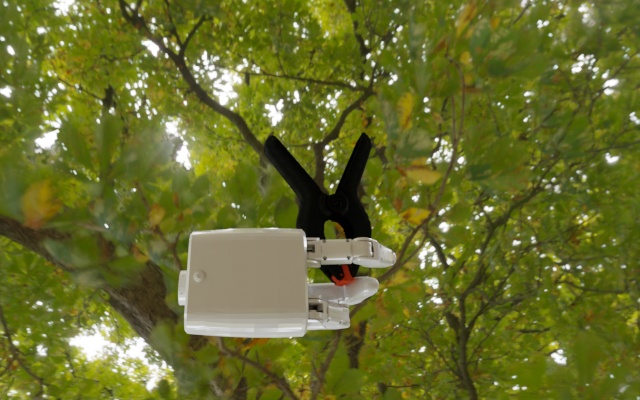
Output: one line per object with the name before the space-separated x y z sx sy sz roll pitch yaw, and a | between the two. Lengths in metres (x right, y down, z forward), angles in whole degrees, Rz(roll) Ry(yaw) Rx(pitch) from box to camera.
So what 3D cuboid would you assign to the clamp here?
clamp | 0.000 0.002 0.498 0.120 0.171 0.039 2 -22 -9
